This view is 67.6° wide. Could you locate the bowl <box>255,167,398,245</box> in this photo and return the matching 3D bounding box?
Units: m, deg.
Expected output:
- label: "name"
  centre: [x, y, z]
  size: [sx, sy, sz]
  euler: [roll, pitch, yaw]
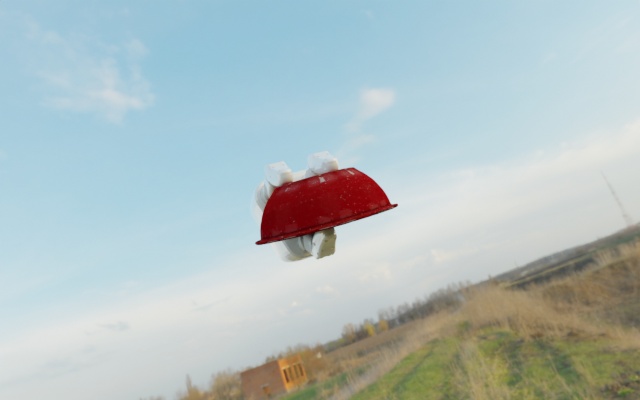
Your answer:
- label: "bowl"
  centre: [0.001, 0.001, 0.523]
  size: [0.162, 0.055, 0.162]
  euler: [-15, 0, 0]
